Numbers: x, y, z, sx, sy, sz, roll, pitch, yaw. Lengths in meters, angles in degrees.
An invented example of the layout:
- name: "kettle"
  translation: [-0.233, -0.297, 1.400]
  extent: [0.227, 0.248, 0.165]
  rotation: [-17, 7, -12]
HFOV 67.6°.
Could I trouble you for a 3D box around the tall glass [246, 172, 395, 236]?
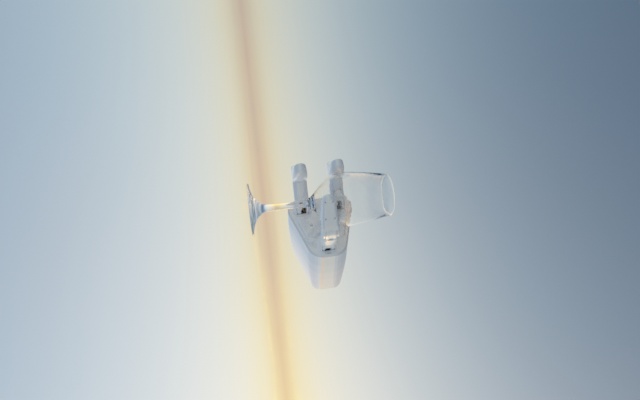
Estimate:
- name: "tall glass"
  translation: [-0.001, 0.002, 0.675]
  extent: [0.201, 0.079, 0.079]
  rotation: [-7, 1, -7]
